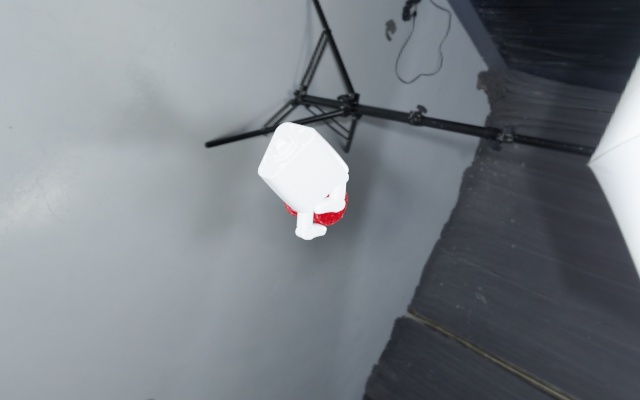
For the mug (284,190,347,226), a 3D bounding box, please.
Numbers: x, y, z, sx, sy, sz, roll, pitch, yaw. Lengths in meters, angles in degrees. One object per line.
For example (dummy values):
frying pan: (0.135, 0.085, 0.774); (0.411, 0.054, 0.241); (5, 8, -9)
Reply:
mug: (0.001, 0.004, 0.877); (0.081, 0.093, 0.117); (22, -16, 44)
